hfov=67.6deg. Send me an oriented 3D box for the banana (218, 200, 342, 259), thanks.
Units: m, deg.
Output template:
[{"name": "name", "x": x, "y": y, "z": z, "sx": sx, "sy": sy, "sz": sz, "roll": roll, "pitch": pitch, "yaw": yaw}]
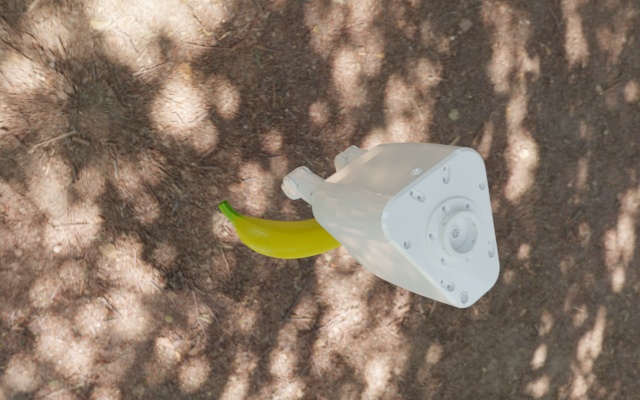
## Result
[{"name": "banana", "x": -0.001, "y": 0.021, "z": 0.494, "sx": 0.198, "sy": 0.069, "sz": 0.037, "roll": -9, "pitch": 5, "yaw": -22}]
